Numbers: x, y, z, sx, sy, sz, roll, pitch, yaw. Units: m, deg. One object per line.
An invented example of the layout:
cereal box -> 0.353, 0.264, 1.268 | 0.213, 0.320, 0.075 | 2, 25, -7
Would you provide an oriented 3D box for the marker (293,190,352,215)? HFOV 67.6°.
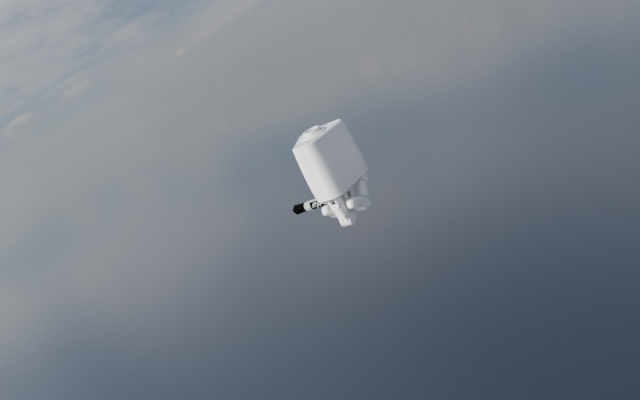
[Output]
marker -> 0.000, 0.003, 0.861 | 0.121, 0.020, 0.020 | -18, -9, 31
